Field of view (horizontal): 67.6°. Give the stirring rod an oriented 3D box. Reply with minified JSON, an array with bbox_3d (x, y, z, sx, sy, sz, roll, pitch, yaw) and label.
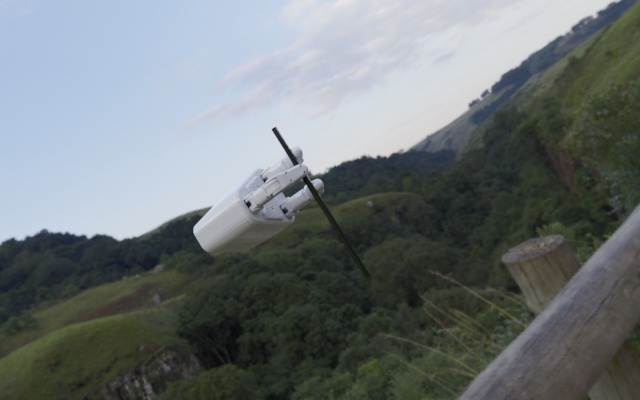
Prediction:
[{"bbox_3d":[0.000,0.002,0.649,0.011,0.239,0.011,-32,-3,-2],"label":"stirring rod"}]
